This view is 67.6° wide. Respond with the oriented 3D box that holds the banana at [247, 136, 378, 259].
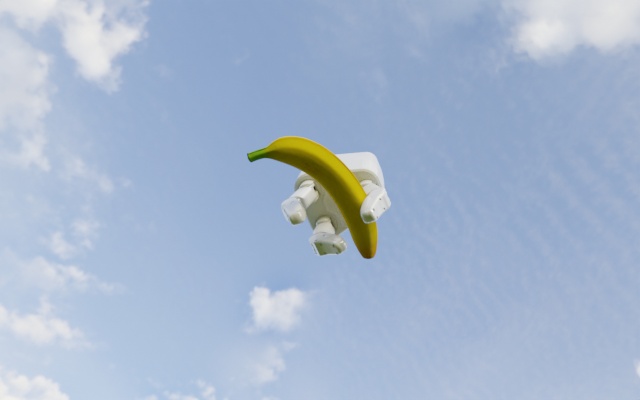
[{"bbox_3d":[0.010,-0.013,0.562,0.198,0.069,0.037,41,12,-14],"label":"banana"}]
